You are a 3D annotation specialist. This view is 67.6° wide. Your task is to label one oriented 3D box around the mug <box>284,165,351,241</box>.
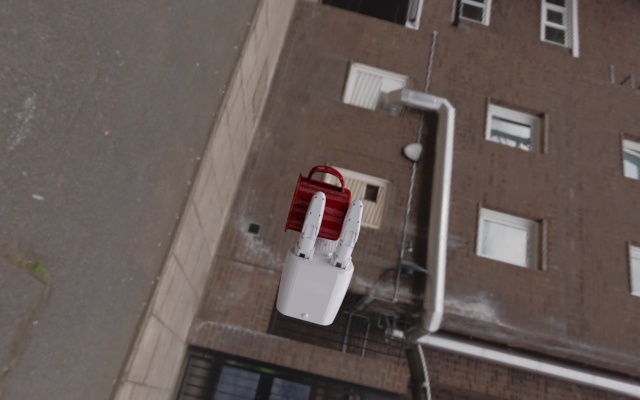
[{"bbox_3d":[0.001,0.001,0.707,0.081,0.117,0.093,15,27,-3],"label":"mug"}]
